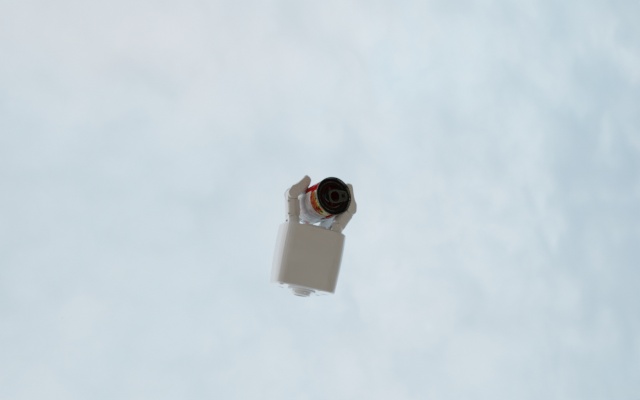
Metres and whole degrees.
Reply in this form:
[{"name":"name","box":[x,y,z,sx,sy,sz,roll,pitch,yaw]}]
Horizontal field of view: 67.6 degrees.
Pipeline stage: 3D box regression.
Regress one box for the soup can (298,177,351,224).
[{"name":"soup can","box":[0.000,0.002,0.856,0.068,0.068,0.102,0,-12,-28]}]
